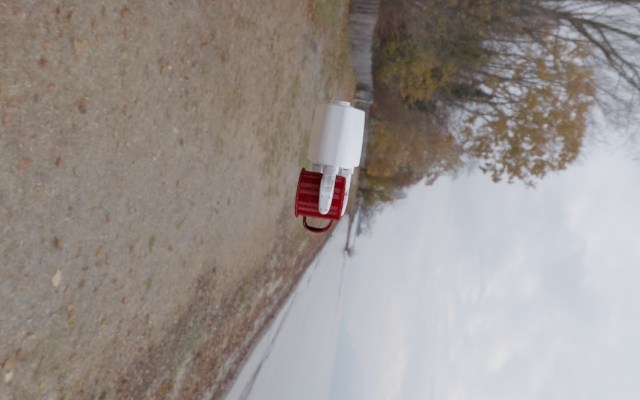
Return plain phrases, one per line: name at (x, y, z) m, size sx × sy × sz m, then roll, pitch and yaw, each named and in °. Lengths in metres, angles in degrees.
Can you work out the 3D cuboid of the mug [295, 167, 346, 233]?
mug at (0.000, 0.004, 0.870) m, size 0.081 × 0.117 × 0.093 m, roll 9°, pitch 10°, yaw 4°
